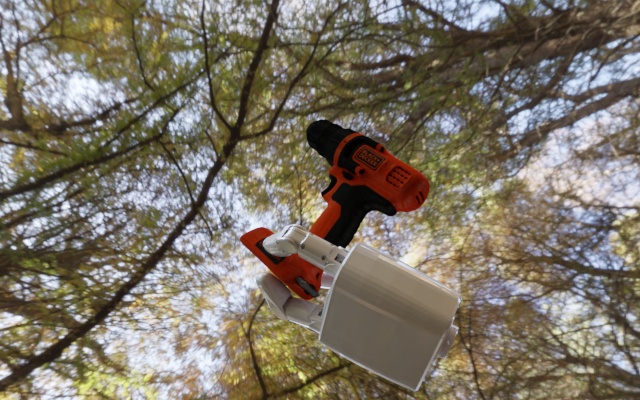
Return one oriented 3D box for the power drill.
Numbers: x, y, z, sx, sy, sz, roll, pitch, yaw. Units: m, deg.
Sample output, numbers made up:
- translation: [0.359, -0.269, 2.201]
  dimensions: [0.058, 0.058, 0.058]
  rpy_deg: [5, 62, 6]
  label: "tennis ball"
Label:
- translation: [0.000, 0.002, 0.538]
  dimensions: [0.184, 0.187, 0.057]
  rpy_deg: [37, -8, 40]
  label: "power drill"
